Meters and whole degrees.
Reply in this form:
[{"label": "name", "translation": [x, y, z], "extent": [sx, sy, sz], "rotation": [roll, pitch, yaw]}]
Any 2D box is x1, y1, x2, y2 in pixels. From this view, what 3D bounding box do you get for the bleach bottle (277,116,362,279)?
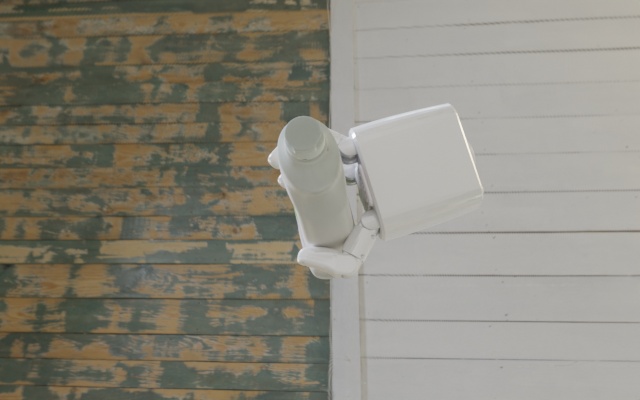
[{"label": "bleach bottle", "translation": [0.000, 0.001, 0.469], "extent": [0.068, 0.102, 0.251], "rotation": [-17, -21, -1]}]
